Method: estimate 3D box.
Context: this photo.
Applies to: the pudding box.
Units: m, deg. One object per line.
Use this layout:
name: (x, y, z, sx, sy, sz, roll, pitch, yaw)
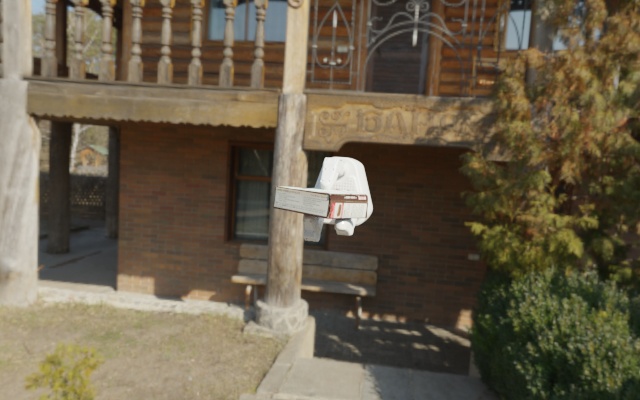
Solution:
pudding box: (0.000, 0.002, 0.705, 0.113, 0.039, 0.090, 7, 5, 42)
